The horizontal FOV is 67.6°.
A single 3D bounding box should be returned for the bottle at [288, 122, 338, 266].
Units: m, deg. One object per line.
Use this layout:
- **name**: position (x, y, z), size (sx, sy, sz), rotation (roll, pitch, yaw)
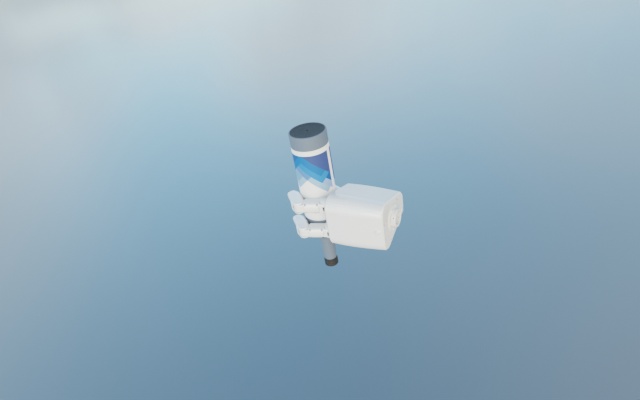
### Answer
- **bottle**: position (0.000, 0.003, 0.890), size (0.069, 0.296, 0.069), rotation (-8, 32, 5)
